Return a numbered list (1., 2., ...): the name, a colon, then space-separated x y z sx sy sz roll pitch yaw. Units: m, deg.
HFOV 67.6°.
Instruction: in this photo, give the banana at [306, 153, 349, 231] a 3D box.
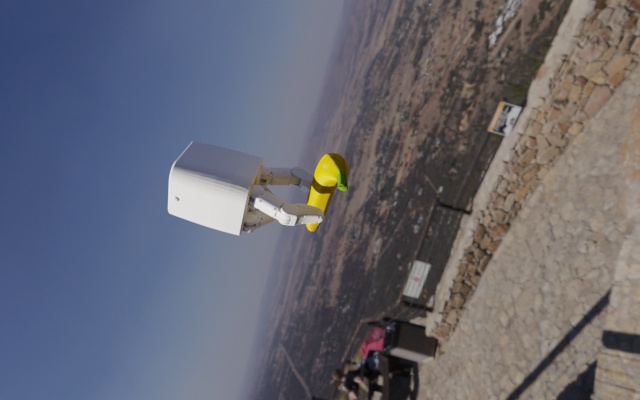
1. banana: 0.005 -0.016 0.649 0.037 0.069 0.198 16 -21 -5
